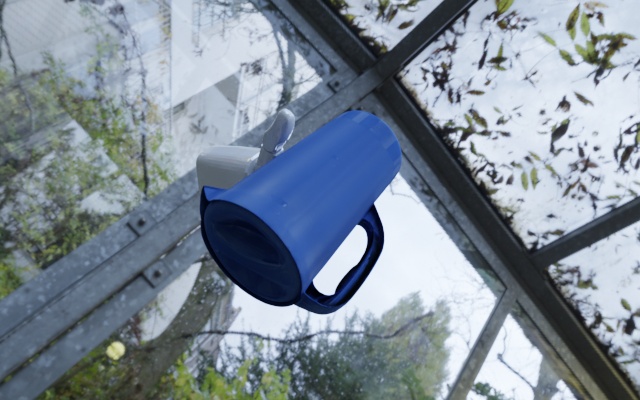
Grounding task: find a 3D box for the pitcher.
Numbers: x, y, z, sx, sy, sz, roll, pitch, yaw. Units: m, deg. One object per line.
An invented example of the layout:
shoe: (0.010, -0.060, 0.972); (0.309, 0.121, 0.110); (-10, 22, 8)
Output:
pitcher: (0.000, 0.002, 0.542); (0.145, 0.149, 0.242); (8, 38, 38)
